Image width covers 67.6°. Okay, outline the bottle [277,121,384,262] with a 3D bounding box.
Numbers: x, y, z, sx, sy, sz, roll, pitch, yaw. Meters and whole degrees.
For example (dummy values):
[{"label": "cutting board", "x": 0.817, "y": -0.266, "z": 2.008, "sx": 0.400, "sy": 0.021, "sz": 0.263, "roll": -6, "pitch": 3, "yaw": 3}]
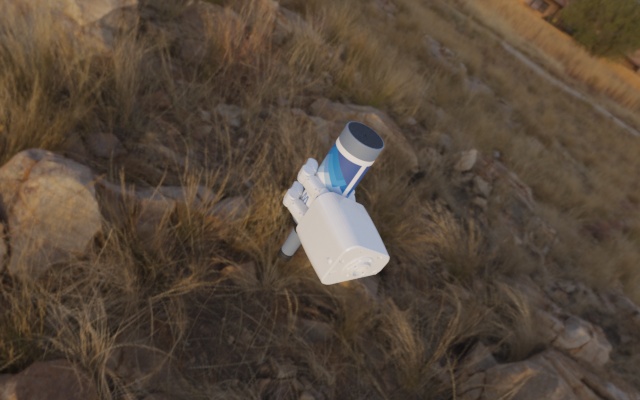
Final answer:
[{"label": "bottle", "x": 0.000, "y": 0.002, "z": 0.802, "sx": 0.069, "sy": 0.069, "sz": 0.296, "roll": 0, "pitch": -43, "yaw": -40}]
